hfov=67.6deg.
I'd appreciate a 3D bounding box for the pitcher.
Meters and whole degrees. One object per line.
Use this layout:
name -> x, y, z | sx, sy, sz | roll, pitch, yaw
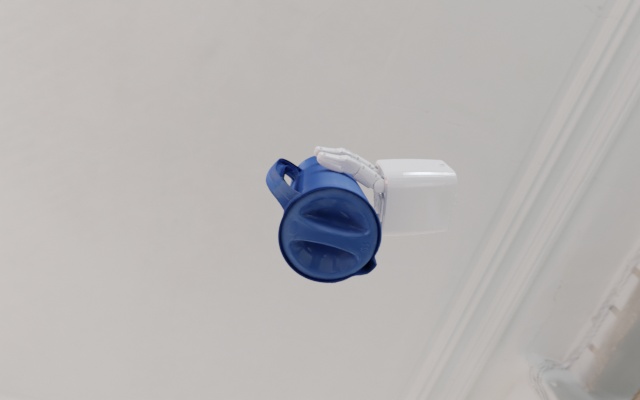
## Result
pitcher -> 0.000, 0.002, 0.712 | 0.145, 0.149, 0.242 | -3, 19, -2
